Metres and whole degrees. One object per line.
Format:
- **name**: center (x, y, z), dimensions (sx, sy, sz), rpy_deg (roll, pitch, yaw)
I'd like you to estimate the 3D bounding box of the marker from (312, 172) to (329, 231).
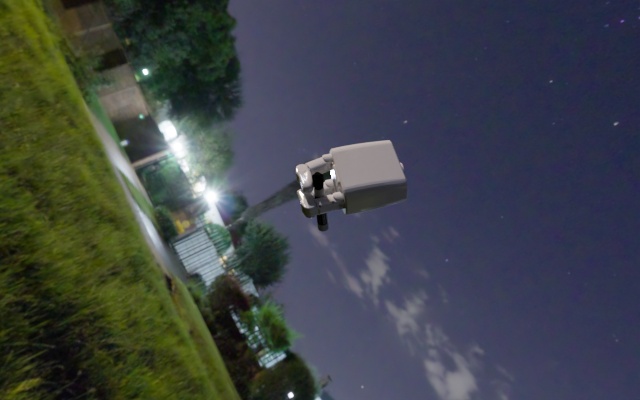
- **marker**: center (0.000, 0.003, 0.783), dimensions (0.020, 0.121, 0.020), rpy_deg (-3, 42, 3)
